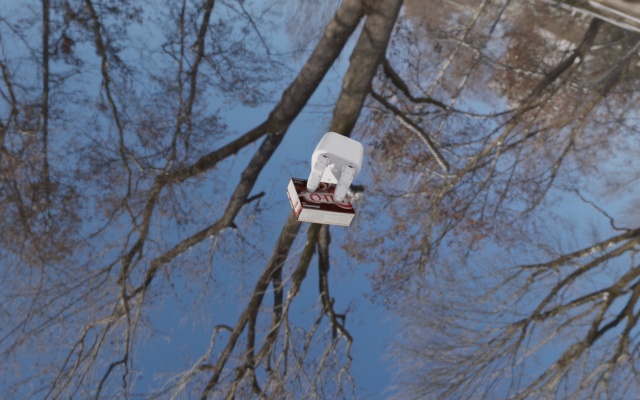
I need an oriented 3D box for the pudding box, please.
[{"bbox_3d":[0.000,0.003,0.898,0.113,0.039,0.090,5,36,-23],"label":"pudding box"}]
